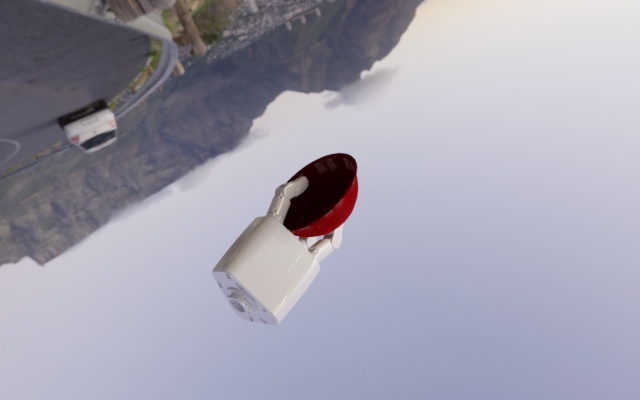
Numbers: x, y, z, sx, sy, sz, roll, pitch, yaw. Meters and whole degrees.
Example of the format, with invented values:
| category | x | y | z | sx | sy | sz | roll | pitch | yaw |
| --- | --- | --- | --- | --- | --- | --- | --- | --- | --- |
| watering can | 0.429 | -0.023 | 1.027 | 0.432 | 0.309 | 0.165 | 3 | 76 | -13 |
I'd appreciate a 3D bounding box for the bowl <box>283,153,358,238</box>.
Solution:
| category | x | y | z | sx | sy | sz | roll | pitch | yaw |
| --- | --- | --- | --- | --- | --- | --- | --- | --- | --- |
| bowl | 0.001 | 0.002 | 0.727 | 0.162 | 0.162 | 0.055 | 0 | -41 | 48 |
